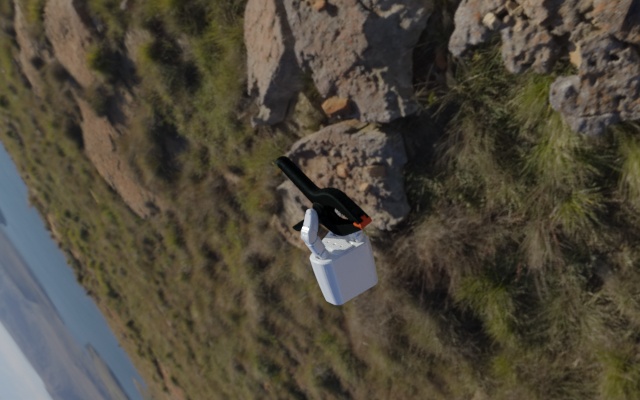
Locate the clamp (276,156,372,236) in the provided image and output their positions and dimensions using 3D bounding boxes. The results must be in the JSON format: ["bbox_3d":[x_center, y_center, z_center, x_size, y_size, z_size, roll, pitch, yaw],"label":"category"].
[{"bbox_3d":[0.000,0.003,0.856,0.036,0.165,0.210,-36,32,-32],"label":"clamp"}]
